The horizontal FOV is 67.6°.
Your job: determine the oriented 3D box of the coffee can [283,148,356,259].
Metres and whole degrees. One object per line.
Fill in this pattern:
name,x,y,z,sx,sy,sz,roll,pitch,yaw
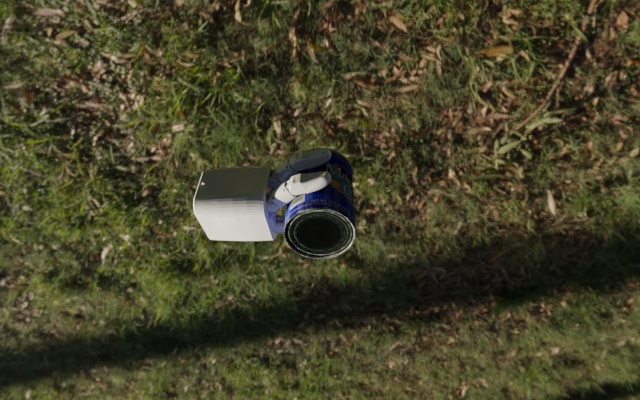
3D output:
coffee can,0.000,0.002,0.723,0.103,0.103,0.140,0,42,1
